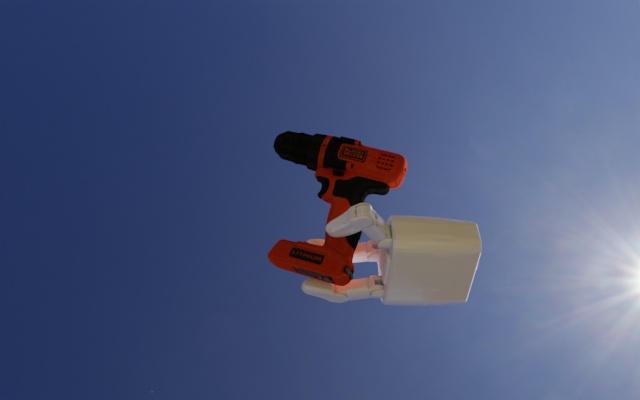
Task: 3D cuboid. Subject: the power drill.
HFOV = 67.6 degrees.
[{"bbox_3d":[0.000,0.002,0.612,0.184,0.187,0.057,14,-18,18],"label":"power drill"}]
